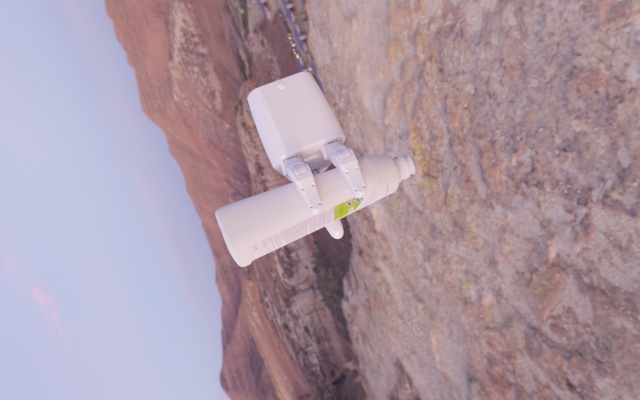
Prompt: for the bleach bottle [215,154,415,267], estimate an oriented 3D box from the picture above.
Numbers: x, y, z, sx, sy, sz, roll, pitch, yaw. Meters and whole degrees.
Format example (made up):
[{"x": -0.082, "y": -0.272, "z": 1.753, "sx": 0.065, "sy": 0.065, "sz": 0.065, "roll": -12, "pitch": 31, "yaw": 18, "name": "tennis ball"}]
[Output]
[{"x": 0.000, "y": 0.002, "z": 0.605, "sx": 0.251, "sy": 0.068, "sz": 0.103, "roll": -22, "pitch": -16, "yaw": -8, "name": "bleach bottle"}]
